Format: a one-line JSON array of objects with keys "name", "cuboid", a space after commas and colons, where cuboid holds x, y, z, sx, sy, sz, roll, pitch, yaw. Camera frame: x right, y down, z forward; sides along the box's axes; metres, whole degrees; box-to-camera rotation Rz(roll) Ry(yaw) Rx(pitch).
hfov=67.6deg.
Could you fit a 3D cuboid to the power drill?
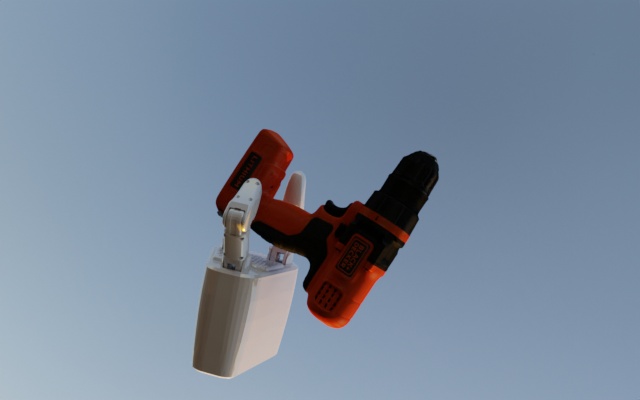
[{"name": "power drill", "cuboid": [0.000, 0.002, 0.472, 0.187, 0.184, 0.057, 32, -3, 28]}]
